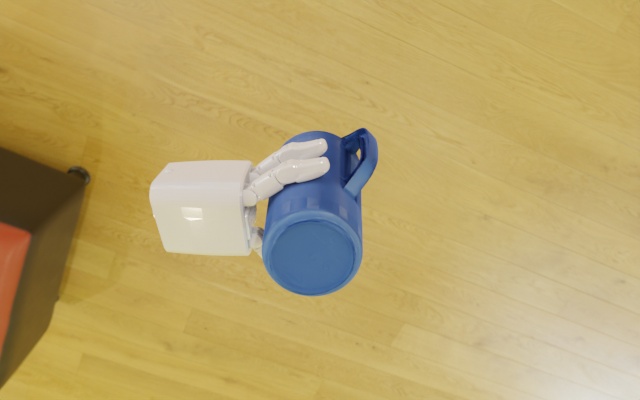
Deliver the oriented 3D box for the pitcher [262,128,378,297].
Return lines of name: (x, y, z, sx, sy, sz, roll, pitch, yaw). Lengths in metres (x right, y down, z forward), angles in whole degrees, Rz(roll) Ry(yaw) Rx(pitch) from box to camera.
pitcher: (0.000, 0.002, 0.602, 0.145, 0.149, 0.242, 2, 25, 0)
